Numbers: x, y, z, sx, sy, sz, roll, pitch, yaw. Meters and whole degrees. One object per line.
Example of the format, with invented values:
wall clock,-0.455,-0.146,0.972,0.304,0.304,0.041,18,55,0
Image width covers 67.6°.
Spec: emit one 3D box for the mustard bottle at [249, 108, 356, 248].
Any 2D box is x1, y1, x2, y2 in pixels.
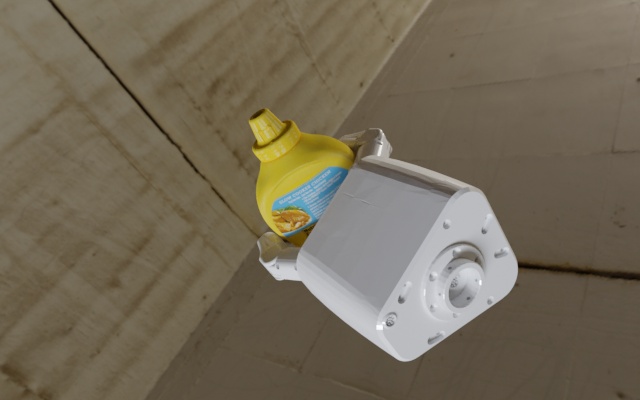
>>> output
mustard bottle,0.000,0.001,0.420,0.096,0.192,0.058,-31,28,9
